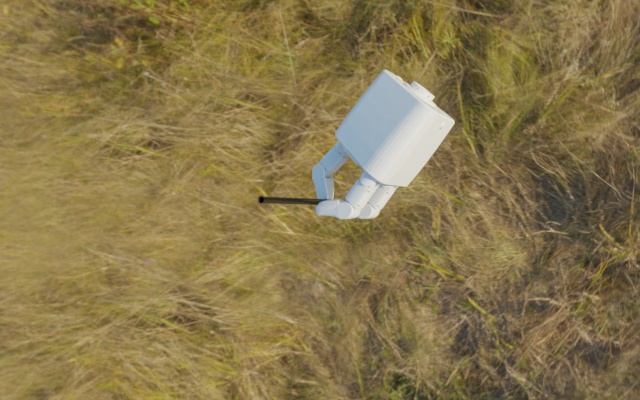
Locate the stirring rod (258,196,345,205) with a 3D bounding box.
[{"bbox_3d":[0.000,0.002,0.631,0.011,0.011,0.239,0,-1,33],"label":"stirring rod"}]
